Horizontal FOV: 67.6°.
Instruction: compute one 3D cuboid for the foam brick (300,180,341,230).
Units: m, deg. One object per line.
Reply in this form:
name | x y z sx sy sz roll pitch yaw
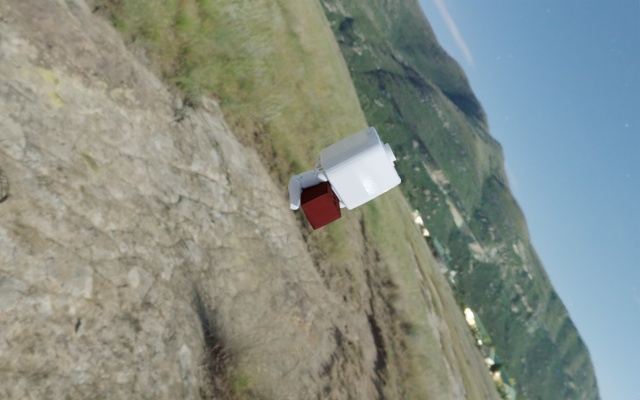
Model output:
foam brick | 0.000 0.003 0.809 0.051 0.053 0.078 -24 23 10
